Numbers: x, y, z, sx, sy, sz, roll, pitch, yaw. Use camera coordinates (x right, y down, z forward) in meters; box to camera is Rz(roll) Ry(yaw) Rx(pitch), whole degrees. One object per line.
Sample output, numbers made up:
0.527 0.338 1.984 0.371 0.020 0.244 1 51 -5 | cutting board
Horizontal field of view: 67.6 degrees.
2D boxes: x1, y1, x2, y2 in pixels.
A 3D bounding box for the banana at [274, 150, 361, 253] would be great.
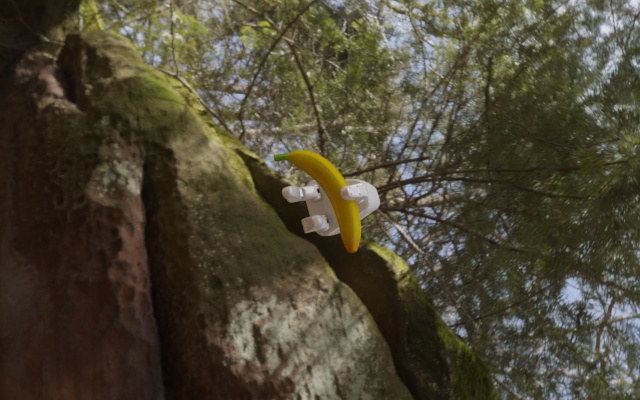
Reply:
0.012 -0.012 0.753 0.069 0.198 0.037 -39 -8 -2 | banana
